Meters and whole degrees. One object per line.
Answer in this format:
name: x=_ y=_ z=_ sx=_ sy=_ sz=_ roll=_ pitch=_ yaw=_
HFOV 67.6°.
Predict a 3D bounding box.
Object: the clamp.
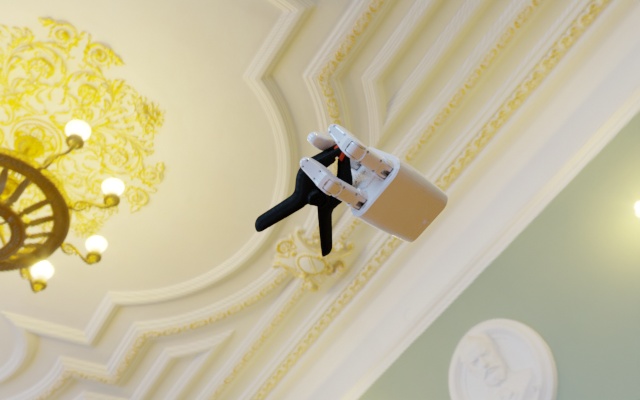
clamp: x=0.000 y=0.002 z=0.673 sx=0.120 sy=0.171 sz=0.039 roll=29 pitch=20 yaw=-27
